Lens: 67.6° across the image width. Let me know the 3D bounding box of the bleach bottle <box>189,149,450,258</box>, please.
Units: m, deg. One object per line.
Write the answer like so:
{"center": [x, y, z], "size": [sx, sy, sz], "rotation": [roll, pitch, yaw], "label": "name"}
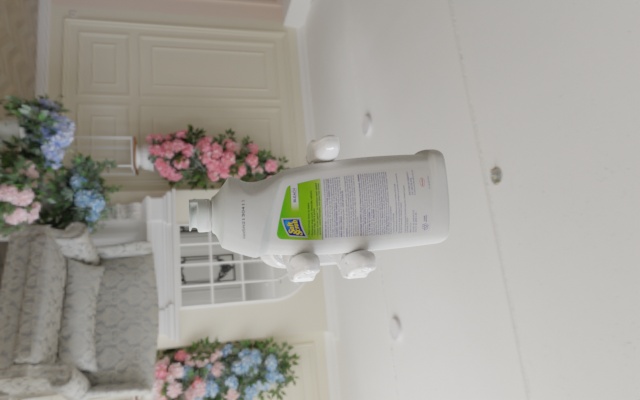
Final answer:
{"center": [0.000, 0.002, 0.470], "size": [0.251, 0.102, 0.068], "rotation": [-2, -6, -16], "label": "bleach bottle"}
